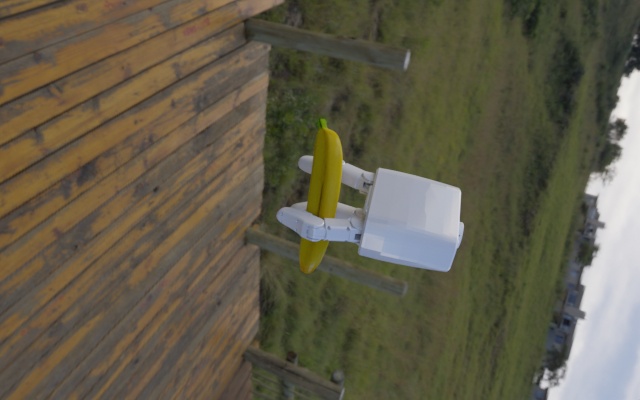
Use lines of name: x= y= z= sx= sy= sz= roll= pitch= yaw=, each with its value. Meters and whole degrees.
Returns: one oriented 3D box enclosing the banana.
banana: x=0.001 y=0.001 z=0.578 sx=0.037 sy=0.198 sz=0.069 roll=8 pitch=8 yaw=-3
